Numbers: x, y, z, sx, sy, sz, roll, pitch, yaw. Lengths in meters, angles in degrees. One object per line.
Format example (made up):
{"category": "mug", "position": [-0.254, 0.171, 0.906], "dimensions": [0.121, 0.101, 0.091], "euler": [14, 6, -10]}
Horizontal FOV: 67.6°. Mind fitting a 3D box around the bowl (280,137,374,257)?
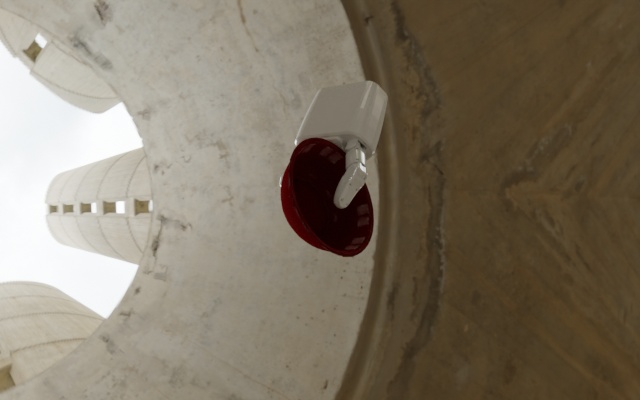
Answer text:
{"category": "bowl", "position": [-0.001, 0.003, 0.624], "dimensions": [0.055, 0.162, 0.162], "euler": [-24, -15, 37]}
